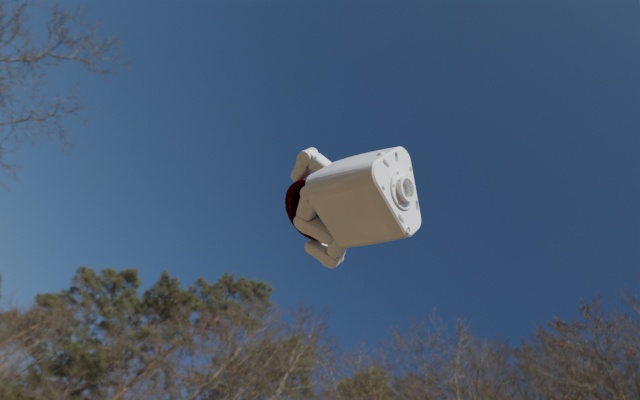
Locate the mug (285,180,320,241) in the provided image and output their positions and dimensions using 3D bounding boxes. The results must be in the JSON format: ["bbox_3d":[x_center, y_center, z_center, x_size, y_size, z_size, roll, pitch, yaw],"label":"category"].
[{"bbox_3d":[-0.001,0.002,0.710,0.117,0.093,0.081,-9,15,41],"label":"mug"}]
